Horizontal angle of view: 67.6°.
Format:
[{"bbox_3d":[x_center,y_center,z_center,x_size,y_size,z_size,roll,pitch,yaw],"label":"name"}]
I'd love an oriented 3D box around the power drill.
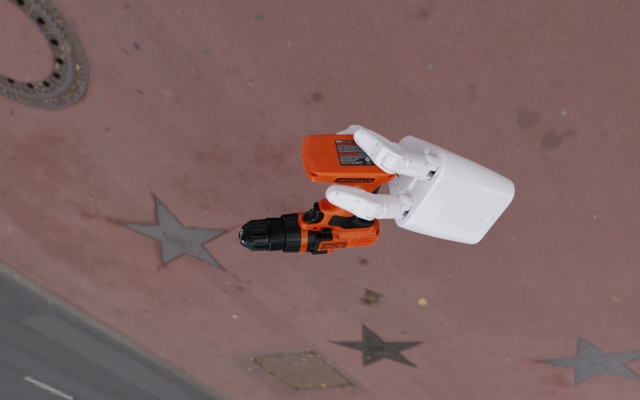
[{"bbox_3d":[0.000,0.002,0.565,0.184,0.057,0.188,-4,-32,-16],"label":"power drill"}]
